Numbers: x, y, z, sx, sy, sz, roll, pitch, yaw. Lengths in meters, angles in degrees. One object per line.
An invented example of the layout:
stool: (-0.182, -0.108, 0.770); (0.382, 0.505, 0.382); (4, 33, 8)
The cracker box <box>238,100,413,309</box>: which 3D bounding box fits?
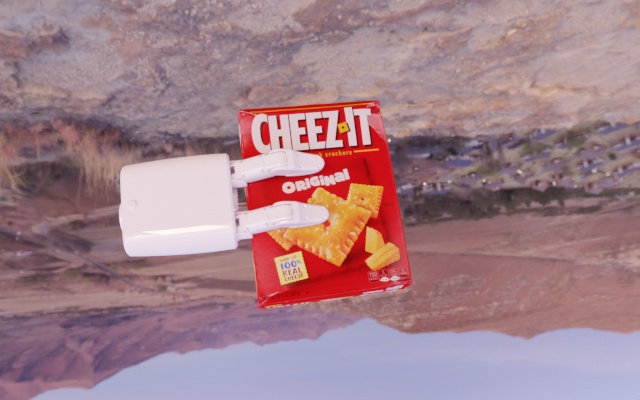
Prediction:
cracker box: (0.000, 0.002, 0.530); (0.164, 0.213, 0.072); (-6, -14, -9)
